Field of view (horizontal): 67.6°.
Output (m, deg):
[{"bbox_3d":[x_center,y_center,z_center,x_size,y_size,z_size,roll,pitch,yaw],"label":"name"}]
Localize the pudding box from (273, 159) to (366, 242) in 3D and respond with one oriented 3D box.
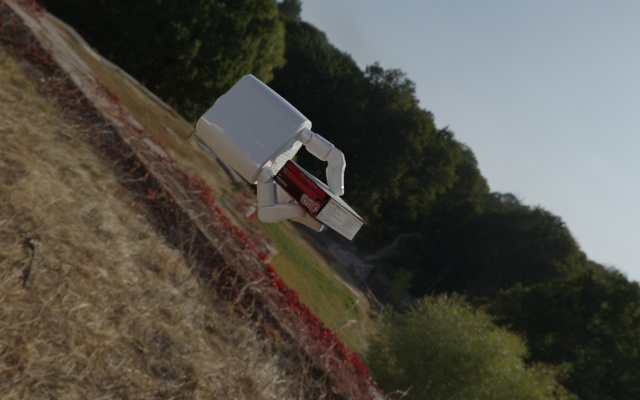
[{"bbox_3d":[0.000,0.002,0.624,0.090,0.039,0.113,44,6,34],"label":"pudding box"}]
